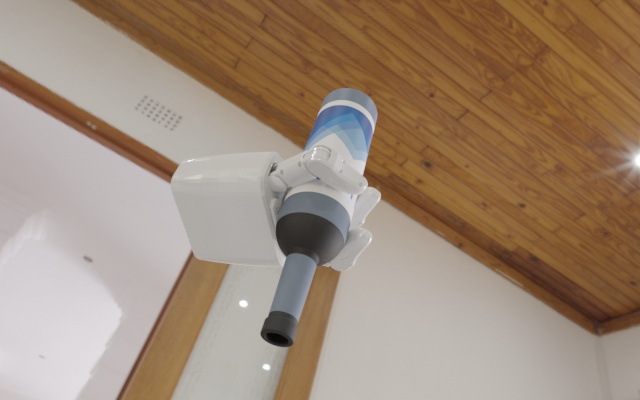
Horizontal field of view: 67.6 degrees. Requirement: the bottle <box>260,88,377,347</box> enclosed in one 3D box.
[{"bbox_3d":[0.000,0.001,0.465,0.069,0.295,0.069,10,-42,9],"label":"bottle"}]
